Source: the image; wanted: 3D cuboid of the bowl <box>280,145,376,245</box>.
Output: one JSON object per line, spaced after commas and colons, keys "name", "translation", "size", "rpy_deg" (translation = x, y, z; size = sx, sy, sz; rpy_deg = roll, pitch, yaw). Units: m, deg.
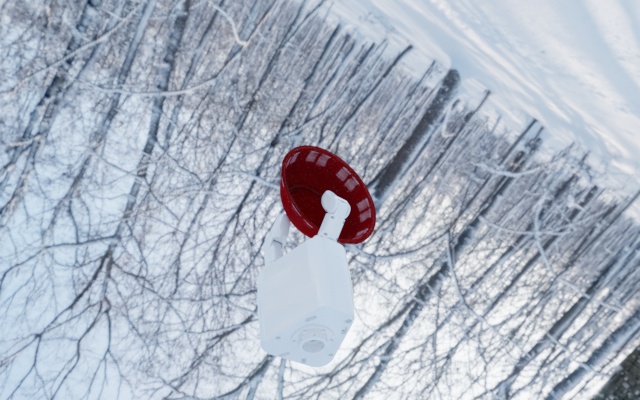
{"name": "bowl", "translation": [0.000, 0.002, 0.673], "size": [0.162, 0.162, 0.055], "rpy_deg": [0, -32, -43]}
